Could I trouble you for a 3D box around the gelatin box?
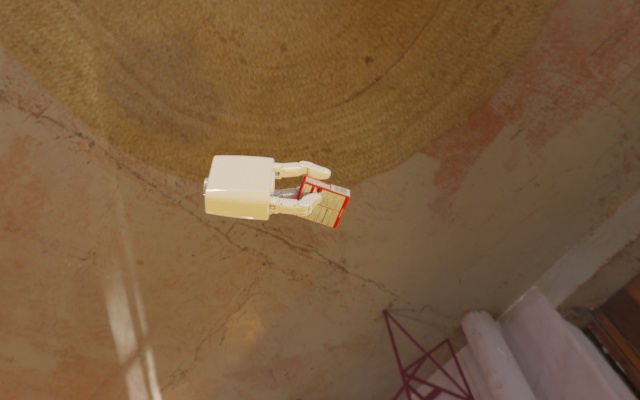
[{"bbox_3d":[0.000,0.003,0.855,0.089,0.073,0.030,18,29,-6],"label":"gelatin box"}]
